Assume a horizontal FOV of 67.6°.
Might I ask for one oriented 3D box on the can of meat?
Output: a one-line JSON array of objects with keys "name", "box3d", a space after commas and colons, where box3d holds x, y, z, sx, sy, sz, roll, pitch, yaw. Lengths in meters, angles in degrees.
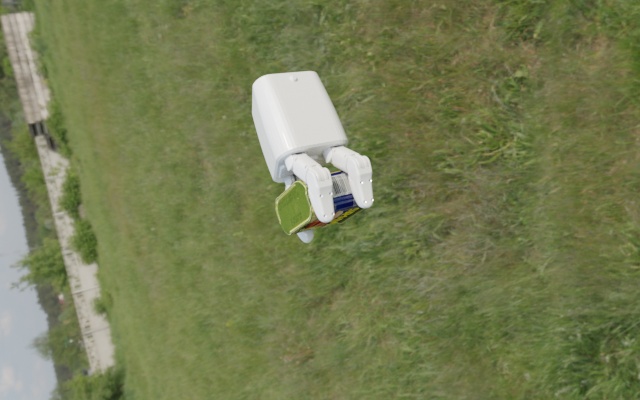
[{"name": "can of meat", "box3d": [0.000, 0.002, 0.600, 0.084, 0.057, 0.102, -14, -12, -29]}]
